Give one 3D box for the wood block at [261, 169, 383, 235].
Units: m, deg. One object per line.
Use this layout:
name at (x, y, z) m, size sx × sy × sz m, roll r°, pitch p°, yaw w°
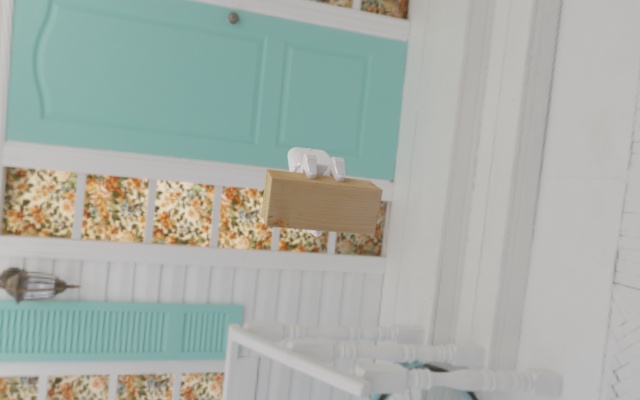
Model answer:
wood block at (0.000, 0.003, 0.900) m, size 0.206 × 0.091 × 0.090 m, roll 5°, pitch 14°, yaw -14°
